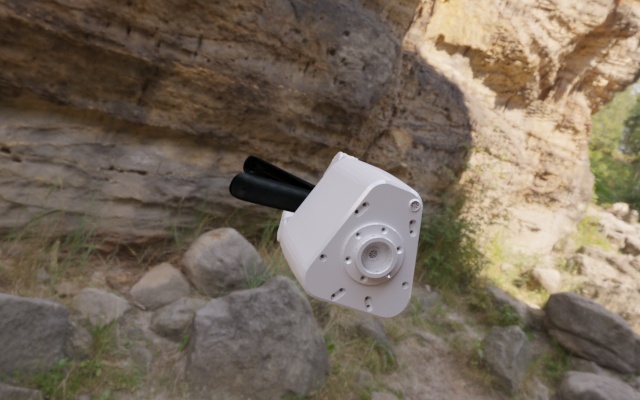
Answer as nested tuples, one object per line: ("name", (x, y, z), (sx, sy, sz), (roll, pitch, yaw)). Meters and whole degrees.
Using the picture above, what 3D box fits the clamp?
("clamp", (0.001, 0.001, 0.529), (0.210, 0.036, 0.164), (21, 10, -15))
